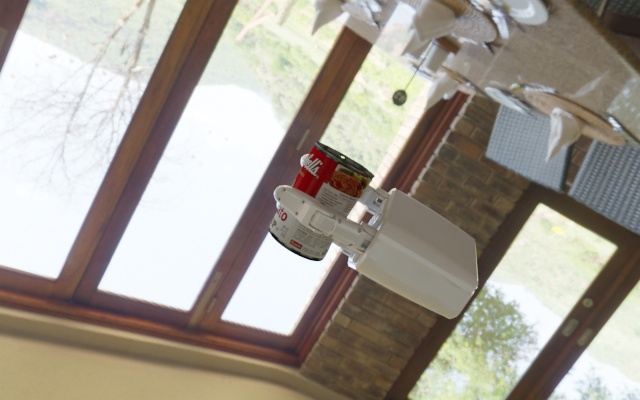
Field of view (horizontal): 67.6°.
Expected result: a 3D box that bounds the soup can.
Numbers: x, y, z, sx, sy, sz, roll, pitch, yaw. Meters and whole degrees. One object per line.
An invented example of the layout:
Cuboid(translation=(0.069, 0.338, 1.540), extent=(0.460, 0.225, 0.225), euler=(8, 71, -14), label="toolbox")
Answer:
Cuboid(translation=(-0.001, 0.002, 0.481), extent=(0.068, 0.102, 0.068), euler=(29, 12, -7), label="soup can")
